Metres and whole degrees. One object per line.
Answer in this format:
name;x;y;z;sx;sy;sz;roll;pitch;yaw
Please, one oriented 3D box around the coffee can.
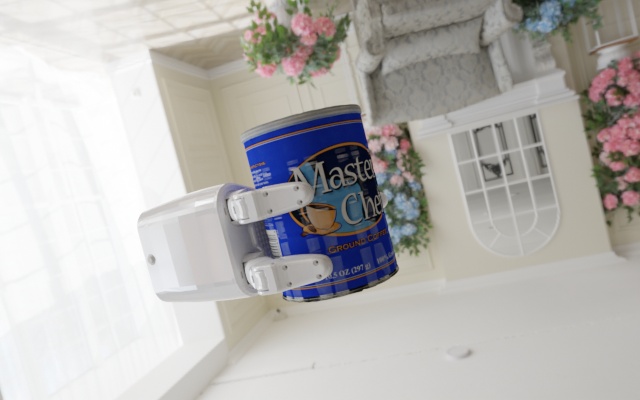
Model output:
coffee can;0.000;0.001;0.403;0.103;0.140;0.103;-14;3;1
